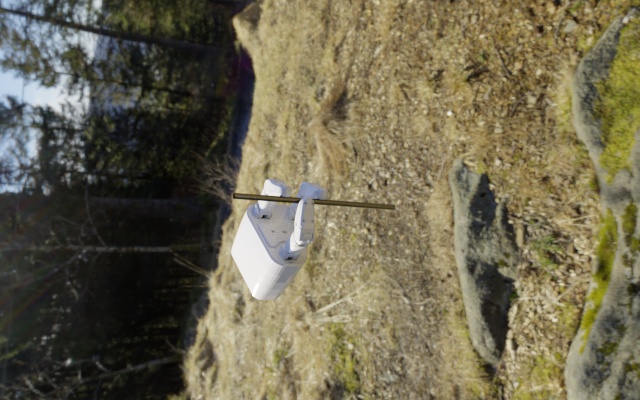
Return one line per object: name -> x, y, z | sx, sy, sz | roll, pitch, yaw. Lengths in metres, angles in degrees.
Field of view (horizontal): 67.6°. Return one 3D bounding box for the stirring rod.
stirring rod -> 0.000, 0.002, 0.643 | 0.239, 0.011, 0.011 | 4, -2, -27
